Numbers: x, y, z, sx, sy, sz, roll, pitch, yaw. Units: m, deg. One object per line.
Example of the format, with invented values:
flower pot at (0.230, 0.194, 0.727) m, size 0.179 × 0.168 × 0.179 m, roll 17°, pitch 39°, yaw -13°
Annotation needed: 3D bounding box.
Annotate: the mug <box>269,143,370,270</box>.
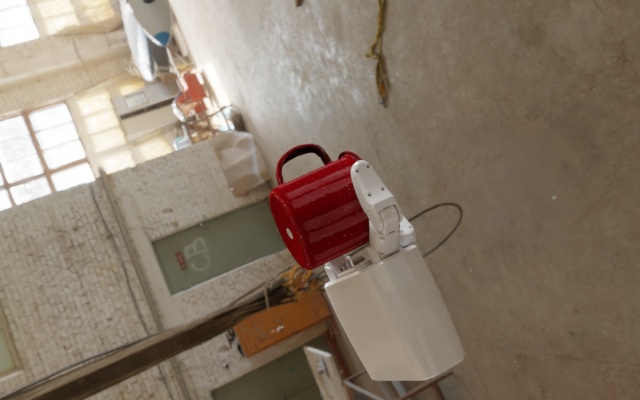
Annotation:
mug at (-0.001, 0.000, 0.441) m, size 0.081 × 0.117 × 0.093 m, roll -24°, pitch -10°, yaw -16°
